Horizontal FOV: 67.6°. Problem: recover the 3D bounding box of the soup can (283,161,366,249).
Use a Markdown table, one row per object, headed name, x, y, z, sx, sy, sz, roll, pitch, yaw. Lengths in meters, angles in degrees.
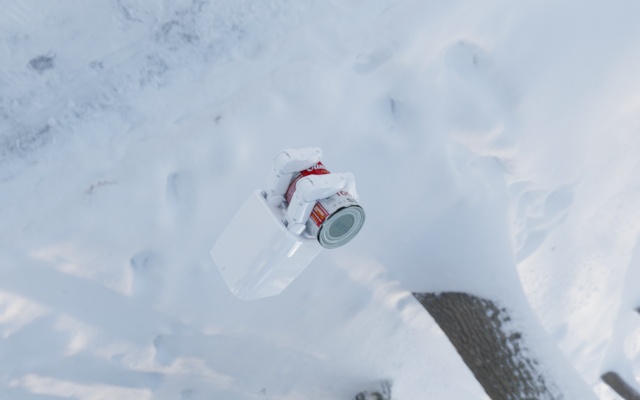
| name | x | y | z | sx | sy | sz | roll | pitch | yaw |
| --- | --- | --- | --- | --- | --- | --- | --- | --- | --- |
| soup can | 0.001 | 0.002 | 0.588 | 0.068 | 0.068 | 0.102 | 0 | 37 | -40 |
